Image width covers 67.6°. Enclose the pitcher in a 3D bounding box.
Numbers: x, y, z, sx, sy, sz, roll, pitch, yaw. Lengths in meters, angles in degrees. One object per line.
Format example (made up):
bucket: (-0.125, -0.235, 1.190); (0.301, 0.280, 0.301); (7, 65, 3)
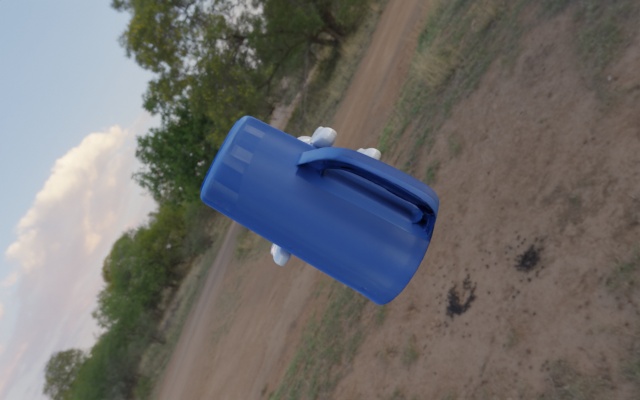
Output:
pitcher: (0.000, 0.002, 0.532); (0.243, 0.149, 0.145); (28, 9, -9)
